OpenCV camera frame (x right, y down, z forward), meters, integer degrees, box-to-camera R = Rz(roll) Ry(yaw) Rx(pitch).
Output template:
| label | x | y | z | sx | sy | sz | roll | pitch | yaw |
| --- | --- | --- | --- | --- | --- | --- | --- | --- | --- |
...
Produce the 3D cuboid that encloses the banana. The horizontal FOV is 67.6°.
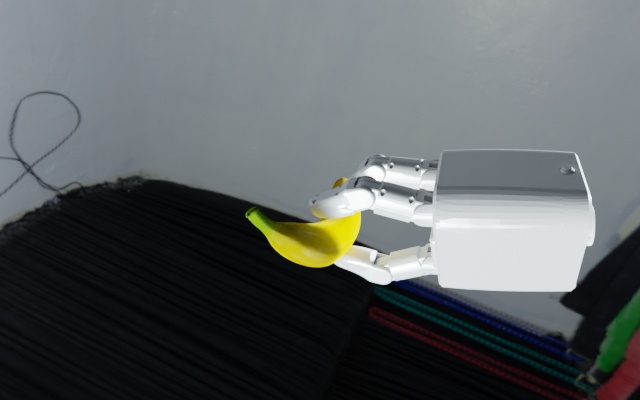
| label | x | y | z | sx | sy | sz | roll | pitch | yaw |
| --- | --- | --- | --- | --- | --- | --- | --- | --- | --- |
| banana | 0.006 | 0.019 | 0.436 | 0.037 | 0.069 | 0.198 | -22 | 0 | 23 |
